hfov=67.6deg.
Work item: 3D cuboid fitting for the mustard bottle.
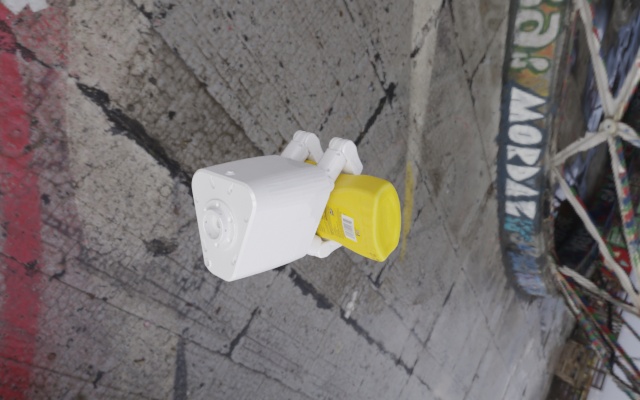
[{"bbox_3d":[0.001,0.002,0.570,0.191,0.096,0.058,18,46,36],"label":"mustard bottle"}]
